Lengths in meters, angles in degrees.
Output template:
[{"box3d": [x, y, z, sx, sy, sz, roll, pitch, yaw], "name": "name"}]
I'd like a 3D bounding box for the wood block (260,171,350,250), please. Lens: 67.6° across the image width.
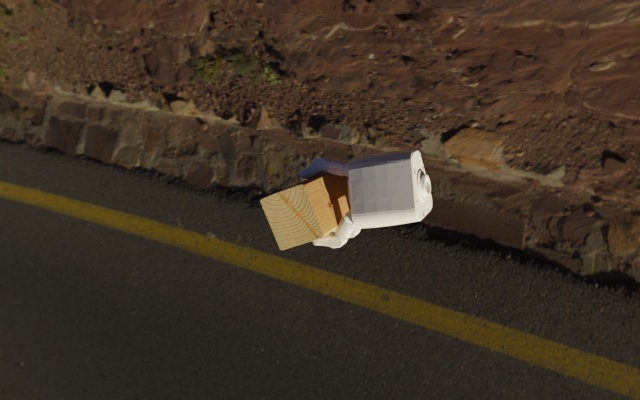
[{"box3d": [0.000, 0.002, 0.830, 0.090, 0.091, 0.206, -19, 4, 30], "name": "wood block"}]
